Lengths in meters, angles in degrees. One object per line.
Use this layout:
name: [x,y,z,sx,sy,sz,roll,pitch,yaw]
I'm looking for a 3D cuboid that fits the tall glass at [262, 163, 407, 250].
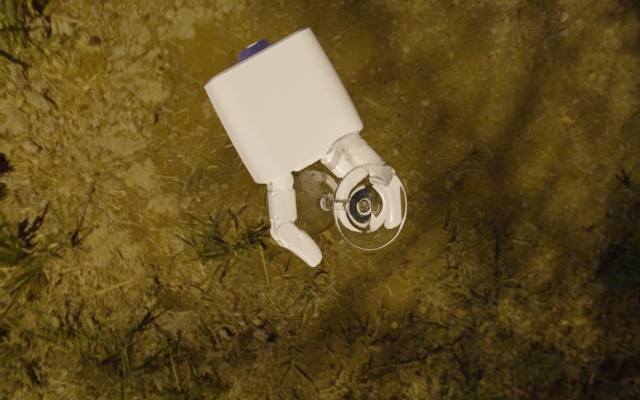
tall glass: [0.000,0.002,0.495,0.079,0.079,0.201,0,2,-26]
